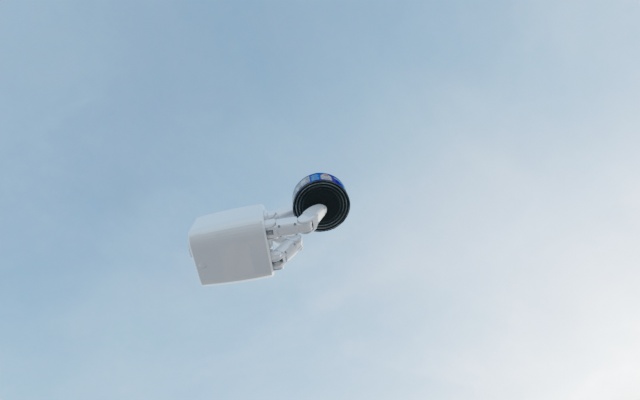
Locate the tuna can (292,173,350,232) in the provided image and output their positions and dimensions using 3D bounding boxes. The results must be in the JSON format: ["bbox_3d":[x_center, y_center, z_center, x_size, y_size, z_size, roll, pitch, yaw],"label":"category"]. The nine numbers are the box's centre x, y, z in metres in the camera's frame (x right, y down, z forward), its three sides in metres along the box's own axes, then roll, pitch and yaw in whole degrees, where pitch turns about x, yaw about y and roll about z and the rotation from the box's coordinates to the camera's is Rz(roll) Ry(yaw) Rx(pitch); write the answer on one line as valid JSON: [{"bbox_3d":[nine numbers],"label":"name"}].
[{"bbox_3d":[0.000,0.002,0.719,0.086,0.086,0.033,0,26,-6],"label":"tuna can"}]
